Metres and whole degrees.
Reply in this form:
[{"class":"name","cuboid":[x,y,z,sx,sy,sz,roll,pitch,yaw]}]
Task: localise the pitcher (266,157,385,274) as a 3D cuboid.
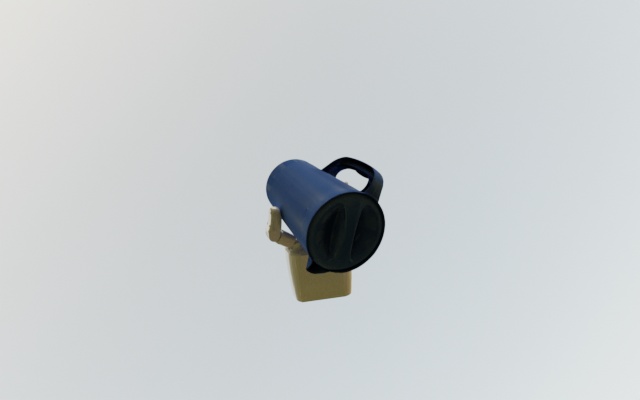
[{"class":"pitcher","cuboid":[0.000,0.003,0.809,0.149,0.145,0.242,-15,26,-20]}]
